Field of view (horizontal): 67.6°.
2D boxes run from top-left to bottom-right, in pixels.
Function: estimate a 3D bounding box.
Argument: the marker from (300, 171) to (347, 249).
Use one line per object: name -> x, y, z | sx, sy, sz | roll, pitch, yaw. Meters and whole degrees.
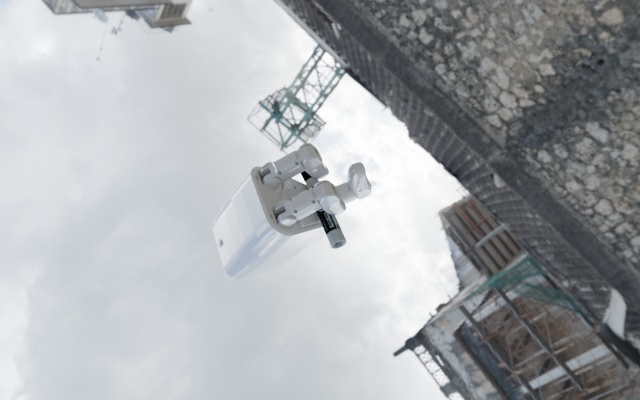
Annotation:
marker -> 0.000, 0.002, 0.562 | 0.020, 0.121, 0.020 | -17, -31, -11
